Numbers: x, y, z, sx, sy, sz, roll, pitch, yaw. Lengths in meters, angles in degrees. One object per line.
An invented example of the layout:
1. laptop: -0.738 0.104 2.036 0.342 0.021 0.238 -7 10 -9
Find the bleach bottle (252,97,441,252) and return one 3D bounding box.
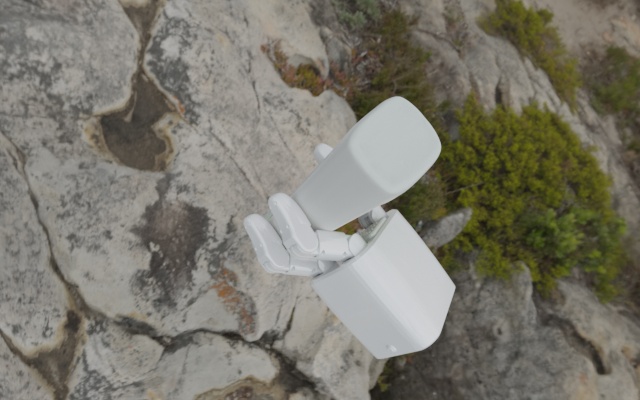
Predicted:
1. bleach bottle: 0.000 0.002 0.478 0.102 0.068 0.251 -42 3 -39
